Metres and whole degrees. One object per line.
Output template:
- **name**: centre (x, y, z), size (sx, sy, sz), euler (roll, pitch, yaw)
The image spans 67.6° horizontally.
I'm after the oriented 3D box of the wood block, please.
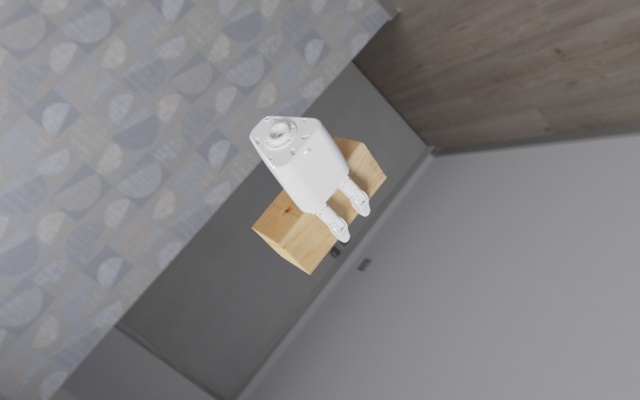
- **wood block**: centre (0.000, 0.002, 0.779), size (0.091, 0.206, 0.090), euler (23, -21, 50)
